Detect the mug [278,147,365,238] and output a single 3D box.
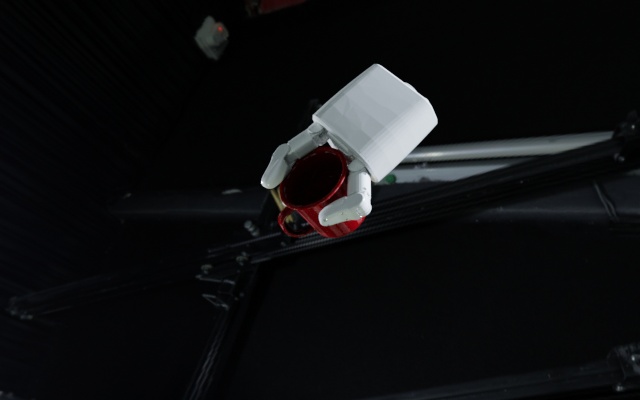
[{"bbox_3d":[-0.001,0.003,0.600,0.081,0.117,0.093,49,-2,-43],"label":"mug"}]
